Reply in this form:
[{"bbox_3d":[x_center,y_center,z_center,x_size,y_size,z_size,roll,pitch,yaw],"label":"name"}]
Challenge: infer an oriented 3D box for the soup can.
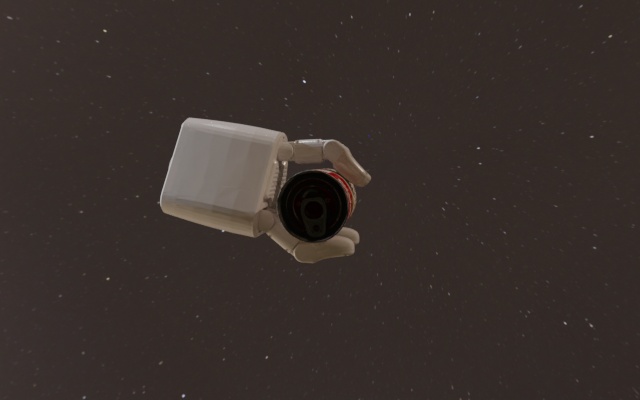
[{"bbox_3d":[0.001,0.002,0.490,0.068,0.068,0.102,0,5,9],"label":"soup can"}]
